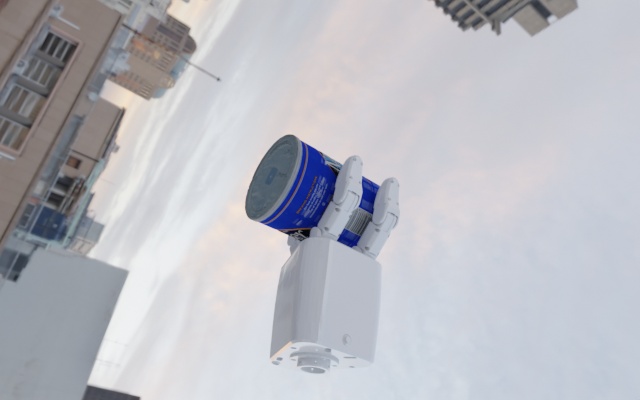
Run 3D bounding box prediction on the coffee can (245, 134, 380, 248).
[{"bbox_3d":[0.000,0.002,0.547,0.140,0.102,0.103,27,-13,-27],"label":"coffee can"}]
